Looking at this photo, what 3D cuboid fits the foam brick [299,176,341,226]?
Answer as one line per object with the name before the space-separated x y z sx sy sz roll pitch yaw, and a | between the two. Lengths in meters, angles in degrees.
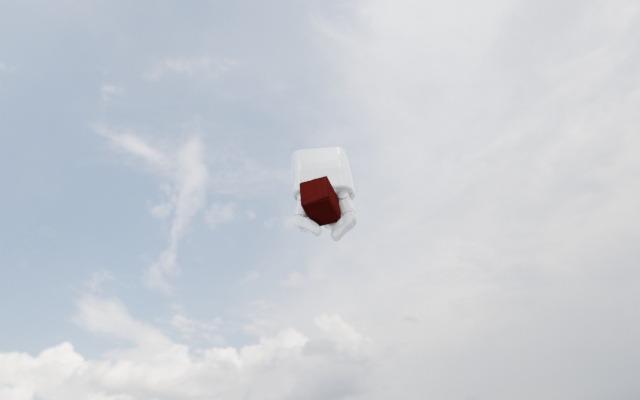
foam brick | 0.000 0.003 0.847 0.053 0.051 0.078 -14 -37 12
